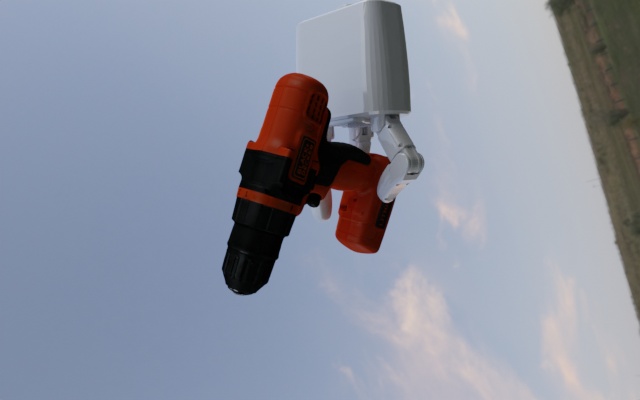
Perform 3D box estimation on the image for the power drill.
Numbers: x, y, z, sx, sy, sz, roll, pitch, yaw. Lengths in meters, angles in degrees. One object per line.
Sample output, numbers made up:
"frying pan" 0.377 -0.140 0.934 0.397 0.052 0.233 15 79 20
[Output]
"power drill" 0.000 0.001 0.442 0.057 0.184 0.188 17 -2 35
